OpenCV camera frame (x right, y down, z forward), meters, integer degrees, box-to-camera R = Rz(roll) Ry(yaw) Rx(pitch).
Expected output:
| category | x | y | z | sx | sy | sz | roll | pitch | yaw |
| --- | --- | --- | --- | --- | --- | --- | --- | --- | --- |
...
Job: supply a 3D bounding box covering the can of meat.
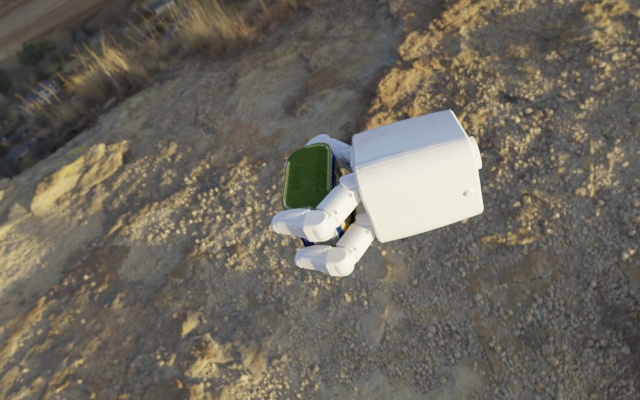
| category | x | y | z | sx | sy | sz | roll | pitch | yaw |
| --- | --- | --- | --- | --- | --- | --- | --- | --- | --- |
| can of meat | 0.000 | 0.001 | 0.505 | 0.057 | 0.102 | 0.084 | -13 | -45 | 14 |
